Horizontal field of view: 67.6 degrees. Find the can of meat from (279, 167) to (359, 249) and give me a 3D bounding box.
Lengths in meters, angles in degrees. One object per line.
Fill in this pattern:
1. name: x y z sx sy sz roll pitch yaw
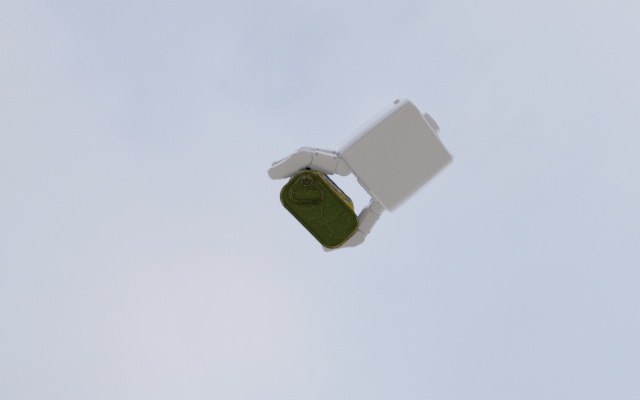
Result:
1. can of meat: 0.000 0.002 0.611 0.057 0.102 0.084 -43 9 11
